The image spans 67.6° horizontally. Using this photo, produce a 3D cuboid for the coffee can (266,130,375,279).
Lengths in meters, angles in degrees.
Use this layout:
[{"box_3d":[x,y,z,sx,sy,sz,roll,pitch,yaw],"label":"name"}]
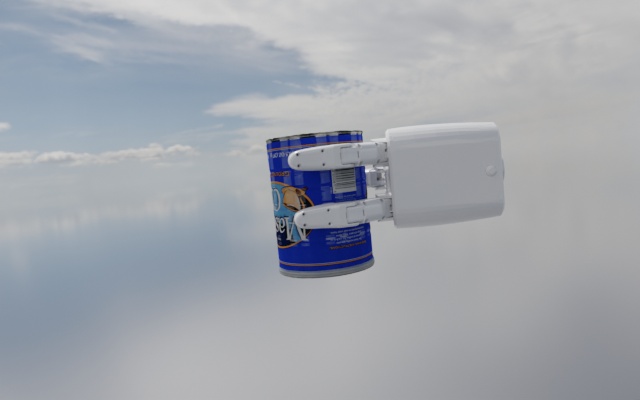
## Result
[{"box_3d":[0.000,0.002,0.506,0.103,0.140,0.103,-6,4,0],"label":"coffee can"}]
